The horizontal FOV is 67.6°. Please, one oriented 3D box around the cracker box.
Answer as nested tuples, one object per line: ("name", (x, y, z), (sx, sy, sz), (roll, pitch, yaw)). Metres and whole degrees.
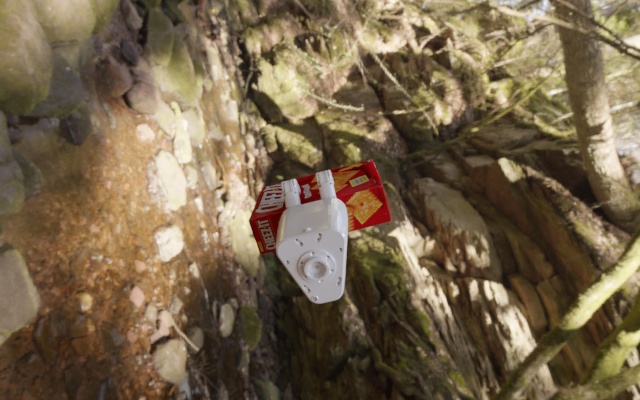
("cracker box", (0.000, 0.003, 0.803), (0.214, 0.072, 0.164), (-14, 19, 6))
